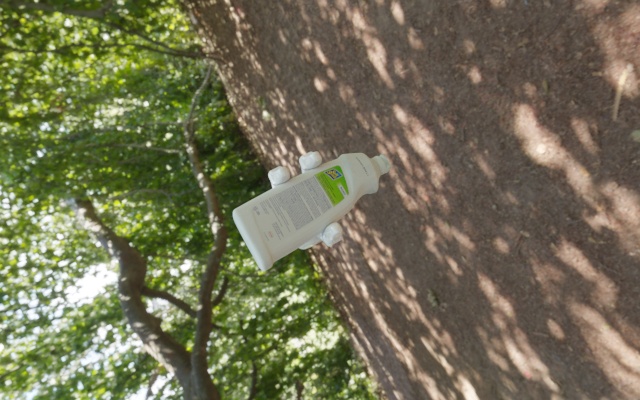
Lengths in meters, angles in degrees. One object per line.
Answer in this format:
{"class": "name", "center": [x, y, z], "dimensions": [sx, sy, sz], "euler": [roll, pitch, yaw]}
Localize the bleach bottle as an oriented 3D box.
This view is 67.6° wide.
{"class": "bleach bottle", "center": [0.000, 0.002, 0.724], "dimensions": [0.251, 0.102, 0.068], "euler": [-27, -8, -16]}
